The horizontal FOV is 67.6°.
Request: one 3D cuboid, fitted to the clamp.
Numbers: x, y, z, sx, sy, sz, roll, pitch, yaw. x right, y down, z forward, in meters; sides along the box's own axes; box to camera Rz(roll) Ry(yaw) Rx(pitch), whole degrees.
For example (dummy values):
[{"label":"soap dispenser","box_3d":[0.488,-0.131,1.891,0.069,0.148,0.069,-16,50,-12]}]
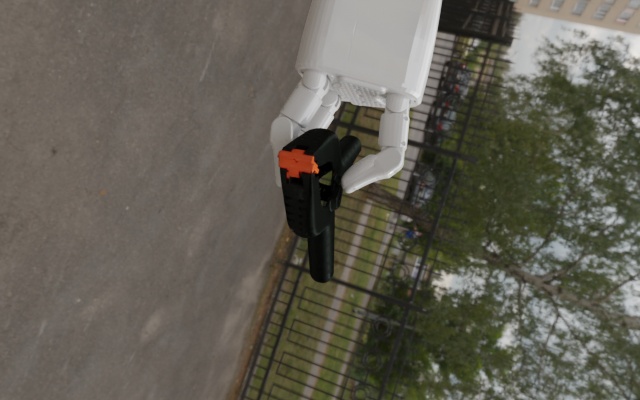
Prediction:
[{"label":"clamp","box_3d":[0.001,0.001,0.440,0.036,0.164,0.210,10,-2,13]}]
